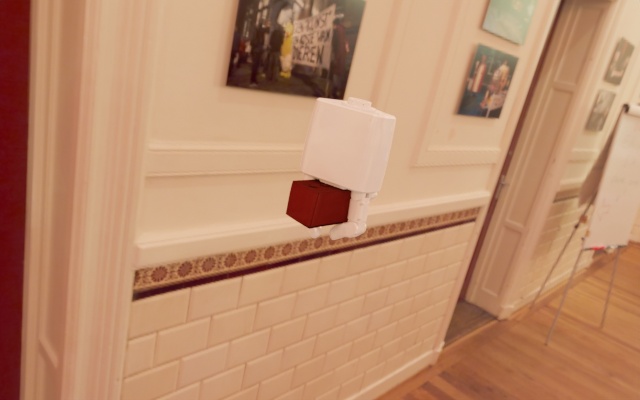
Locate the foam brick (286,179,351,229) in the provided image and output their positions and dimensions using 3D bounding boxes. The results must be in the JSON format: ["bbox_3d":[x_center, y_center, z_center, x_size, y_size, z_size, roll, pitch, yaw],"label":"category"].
[{"bbox_3d":[0.000,0.002,0.659,0.053,0.051,0.078,27,23,39],"label":"foam brick"}]
